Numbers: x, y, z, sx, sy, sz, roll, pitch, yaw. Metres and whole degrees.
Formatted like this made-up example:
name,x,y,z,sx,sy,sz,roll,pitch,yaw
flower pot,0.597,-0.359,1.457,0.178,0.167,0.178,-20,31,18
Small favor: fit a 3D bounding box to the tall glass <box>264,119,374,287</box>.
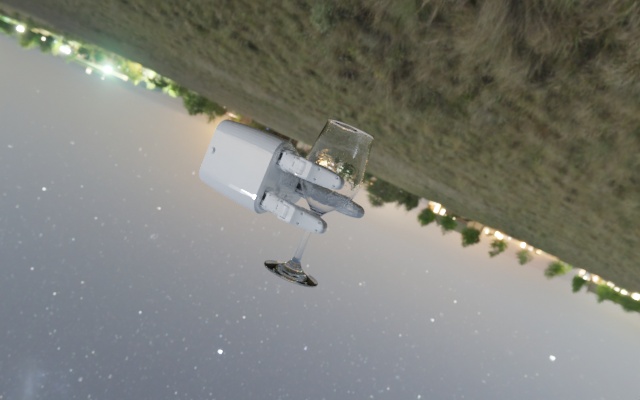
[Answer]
name,x,y,z,sx,sy,sz,roll,pitch,yaw
tall glass,0.000,0.003,0.600,0.079,0.201,0.079,23,5,-2
